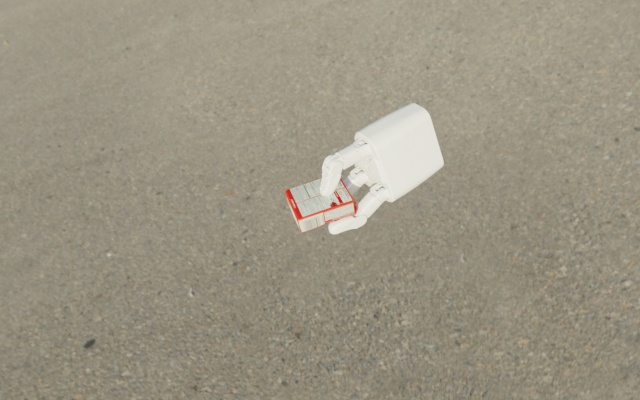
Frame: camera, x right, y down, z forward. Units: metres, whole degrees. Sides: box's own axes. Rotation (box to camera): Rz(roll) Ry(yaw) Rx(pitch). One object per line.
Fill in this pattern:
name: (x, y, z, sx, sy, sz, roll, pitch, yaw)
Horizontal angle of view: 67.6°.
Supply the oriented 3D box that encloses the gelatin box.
gelatin box: (0.000, 0.002, 0.707, 0.089, 0.030, 0.073, -19, 43, -8)
